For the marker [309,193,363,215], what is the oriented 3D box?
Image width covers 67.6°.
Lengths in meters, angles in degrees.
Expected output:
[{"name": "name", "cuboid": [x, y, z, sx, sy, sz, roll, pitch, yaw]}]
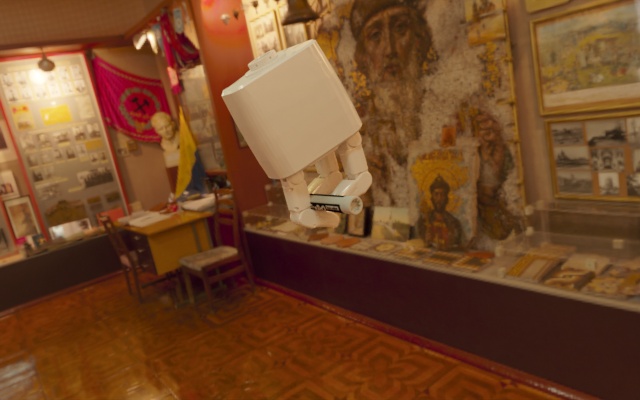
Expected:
[{"name": "marker", "cuboid": [0.000, 0.002, 0.526, 0.020, 0.020, 0.121, 0, 3, -36]}]
